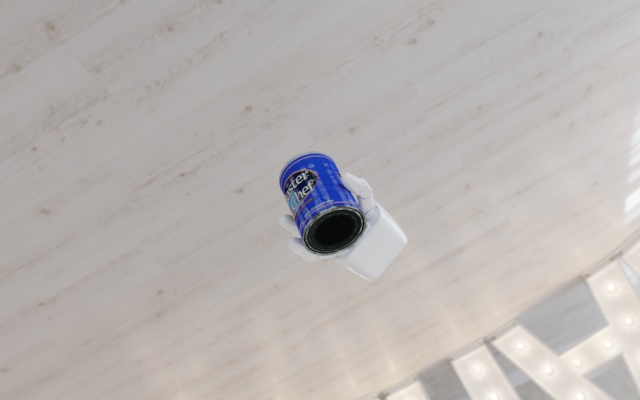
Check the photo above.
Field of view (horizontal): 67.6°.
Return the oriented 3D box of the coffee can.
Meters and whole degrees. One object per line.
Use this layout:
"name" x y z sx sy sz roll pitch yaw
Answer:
"coffee can" 0.000 0.002 0.761 0.103 0.103 0.140 0 40 -24
